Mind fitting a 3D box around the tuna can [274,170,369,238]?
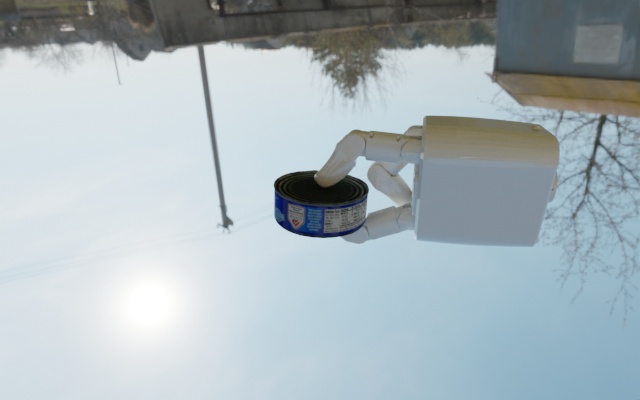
[{"bbox_3d":[0.000,0.002,0.435,0.086,0.034,0.086,3,22,-1],"label":"tuna can"}]
